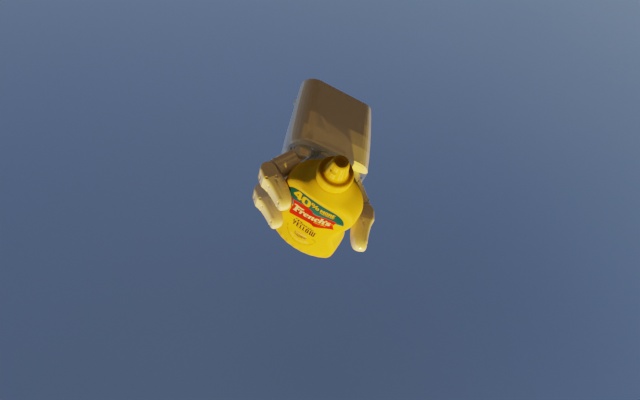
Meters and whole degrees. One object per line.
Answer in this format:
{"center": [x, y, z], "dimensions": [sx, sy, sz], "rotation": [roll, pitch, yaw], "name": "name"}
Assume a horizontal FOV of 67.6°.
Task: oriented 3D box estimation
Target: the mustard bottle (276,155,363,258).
{"center": [0.000, 0.002, 0.575], "dimensions": [0.096, 0.058, 0.192], "rotation": [35, -30, 4], "name": "mustard bottle"}
